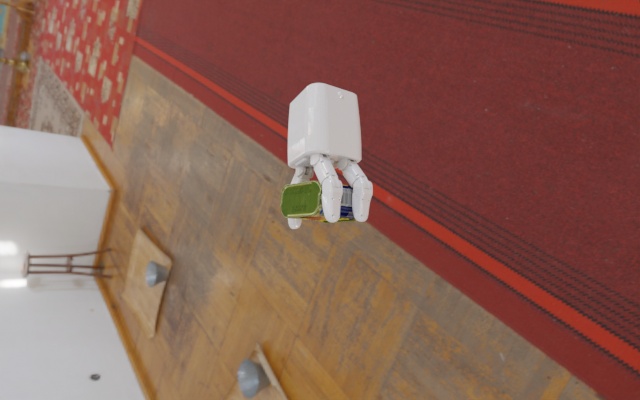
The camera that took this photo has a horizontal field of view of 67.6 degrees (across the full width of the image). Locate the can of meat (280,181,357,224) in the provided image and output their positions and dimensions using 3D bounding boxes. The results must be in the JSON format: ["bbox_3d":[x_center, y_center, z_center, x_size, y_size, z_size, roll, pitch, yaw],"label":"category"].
[{"bbox_3d":[0.000,0.002,0.723,0.084,0.057,0.102,7,-9,-39],"label":"can of meat"}]
